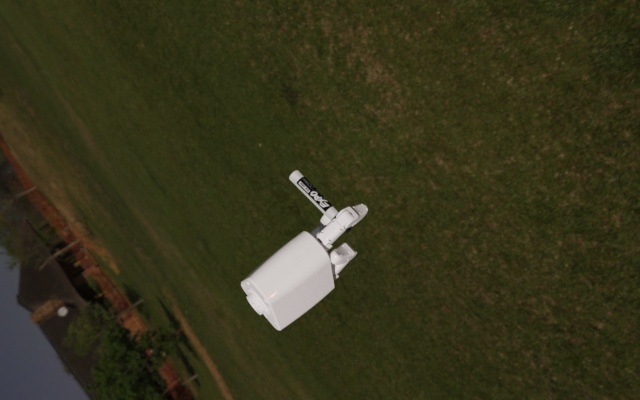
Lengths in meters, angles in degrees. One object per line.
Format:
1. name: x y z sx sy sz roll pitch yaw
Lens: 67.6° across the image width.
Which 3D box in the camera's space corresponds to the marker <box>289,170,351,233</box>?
1. marker: 0.000 0.002 0.697 0.121 0.020 0.020 46 17 17
